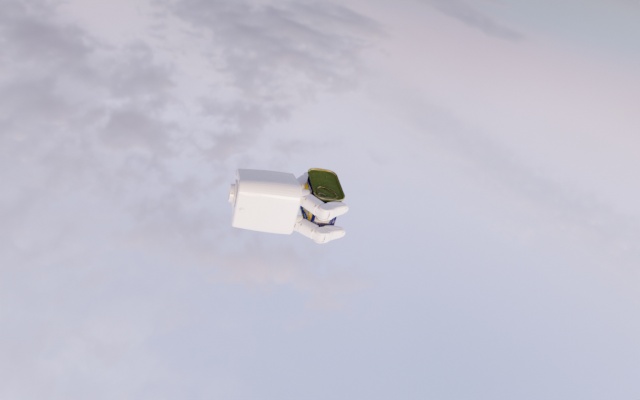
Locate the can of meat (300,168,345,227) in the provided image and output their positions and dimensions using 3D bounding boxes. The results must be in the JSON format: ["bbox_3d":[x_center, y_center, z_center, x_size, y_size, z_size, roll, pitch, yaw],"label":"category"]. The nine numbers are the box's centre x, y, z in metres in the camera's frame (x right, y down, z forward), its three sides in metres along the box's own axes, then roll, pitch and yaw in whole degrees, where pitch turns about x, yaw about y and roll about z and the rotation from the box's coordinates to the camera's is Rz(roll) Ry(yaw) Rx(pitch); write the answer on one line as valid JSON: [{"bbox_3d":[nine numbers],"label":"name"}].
[{"bbox_3d":[0.000,0.003,0.873,0.057,0.084,0.102,6,33,-17],"label":"can of meat"}]
